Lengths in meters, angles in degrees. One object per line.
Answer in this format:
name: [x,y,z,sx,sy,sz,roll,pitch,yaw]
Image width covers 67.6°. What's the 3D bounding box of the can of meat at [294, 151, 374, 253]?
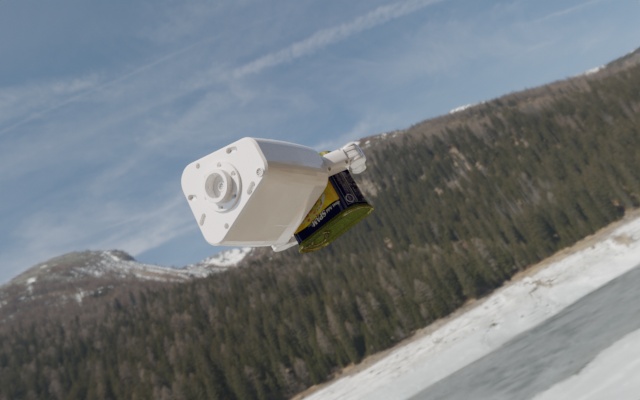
can of meat: [0.000,0.002,0.579,0.102,0.084,0.057,-39,-21,29]
